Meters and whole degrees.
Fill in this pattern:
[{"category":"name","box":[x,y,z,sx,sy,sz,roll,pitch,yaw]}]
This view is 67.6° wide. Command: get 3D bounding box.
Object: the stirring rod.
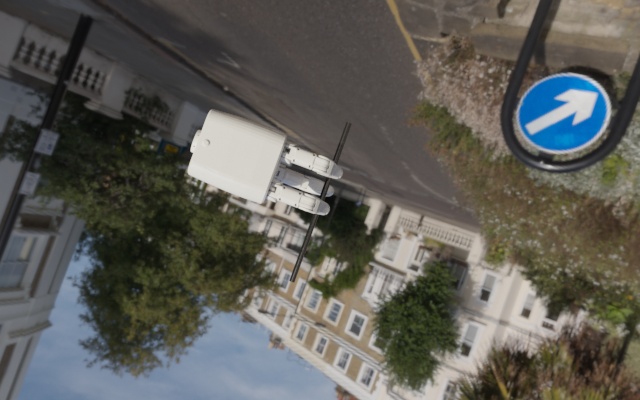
[{"category":"stirring rod","box":[0.000,0.002,0.682,0.011,0.239,0.011,20,-1,0]}]
